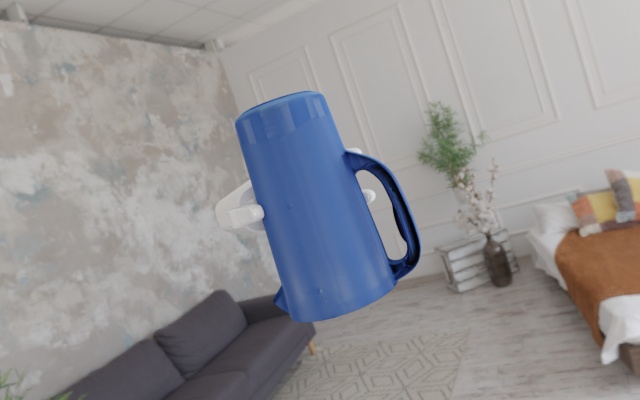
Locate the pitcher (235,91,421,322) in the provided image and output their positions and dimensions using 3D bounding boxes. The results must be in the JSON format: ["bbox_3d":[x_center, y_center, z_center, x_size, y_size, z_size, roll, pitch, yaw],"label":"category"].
[{"bbox_3d":[0.000,0.002,0.549,0.149,0.243,0.145,-21,5,-30],"label":"pitcher"}]
